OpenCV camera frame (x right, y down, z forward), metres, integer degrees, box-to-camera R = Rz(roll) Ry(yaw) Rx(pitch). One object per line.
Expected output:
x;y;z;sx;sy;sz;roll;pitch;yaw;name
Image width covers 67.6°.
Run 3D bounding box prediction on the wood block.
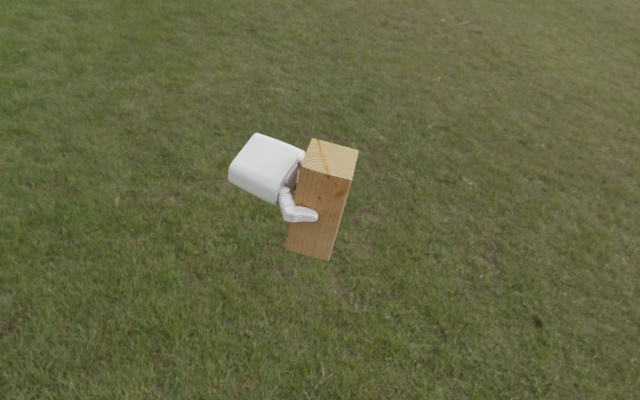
0.000;0.003;0.883;0.090;0.206;0.090;15;42;2;wood block
